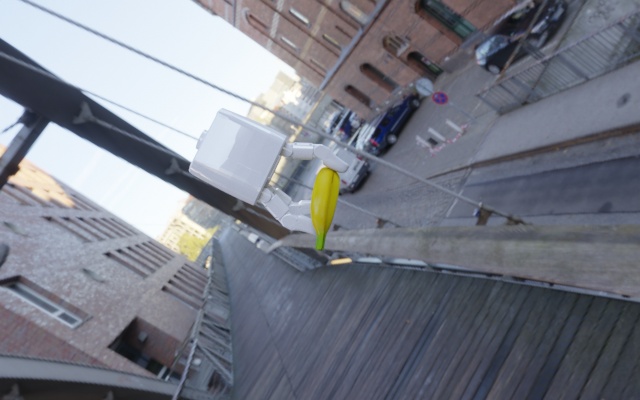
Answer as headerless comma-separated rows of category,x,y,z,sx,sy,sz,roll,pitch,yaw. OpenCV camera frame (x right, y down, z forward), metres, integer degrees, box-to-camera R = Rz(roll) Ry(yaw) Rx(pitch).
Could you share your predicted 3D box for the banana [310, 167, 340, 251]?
banana,0.005,-0.011,0.708,0.037,0.070,0.197,18,31,-4
